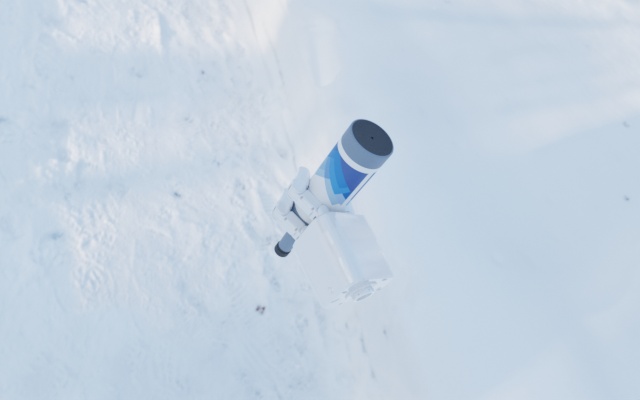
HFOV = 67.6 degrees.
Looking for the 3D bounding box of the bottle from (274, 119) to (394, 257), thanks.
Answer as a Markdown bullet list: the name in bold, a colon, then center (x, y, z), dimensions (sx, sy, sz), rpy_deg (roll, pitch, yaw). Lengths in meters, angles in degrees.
- **bottle**: center (0.000, 0.002, 0.717), dimensions (0.069, 0.069, 0.296), rpy_deg (0, -35, -34)
